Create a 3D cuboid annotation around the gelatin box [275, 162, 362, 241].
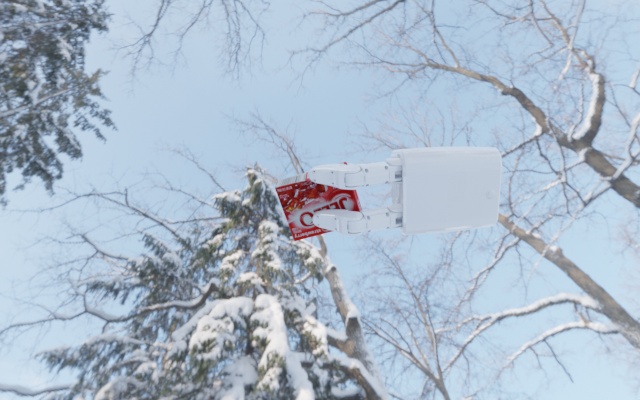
[{"bbox_3d":[0.000,0.002,0.565,0.089,0.073,0.030,-14,22,11],"label":"gelatin box"}]
